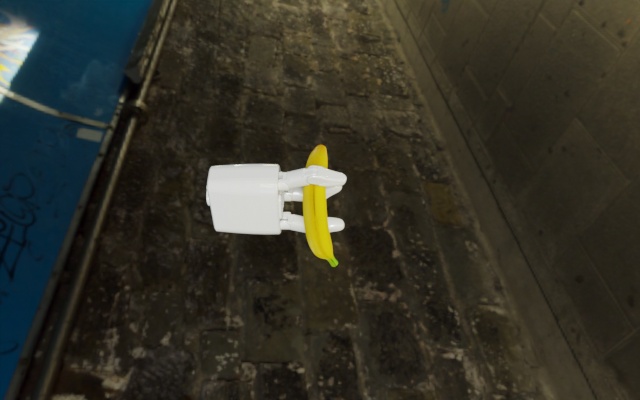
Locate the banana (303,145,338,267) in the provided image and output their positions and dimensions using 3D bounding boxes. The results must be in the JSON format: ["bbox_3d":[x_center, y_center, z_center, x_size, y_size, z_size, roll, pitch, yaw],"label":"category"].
[{"bbox_3d":[-0.004,0.003,0.737,0.037,0.197,0.069,-6,-10,14],"label":"banana"}]
